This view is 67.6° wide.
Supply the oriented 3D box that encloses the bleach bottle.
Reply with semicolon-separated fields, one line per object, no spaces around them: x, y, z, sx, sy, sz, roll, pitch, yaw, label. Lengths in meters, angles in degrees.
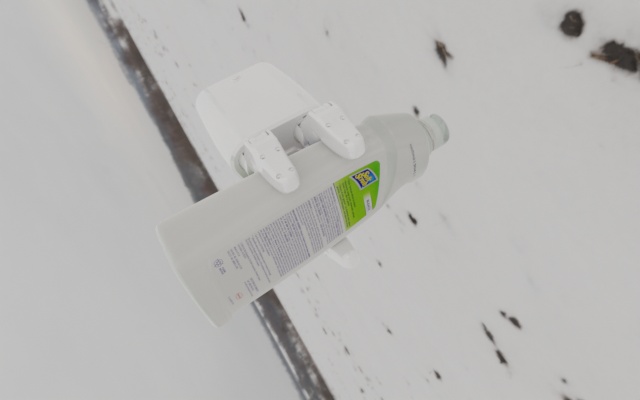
0.000;0.001;0.401;0.251;0.103;0.068;-29;50;-13;bleach bottle
